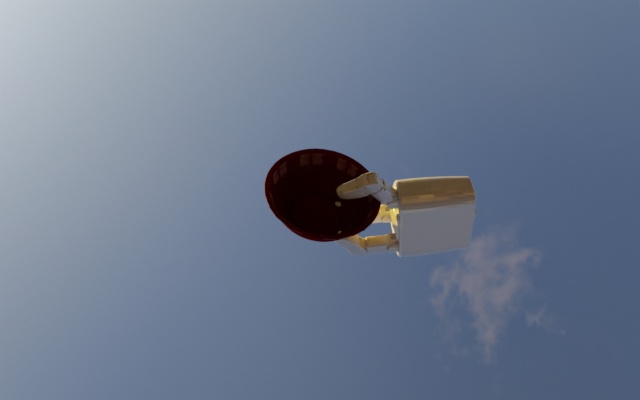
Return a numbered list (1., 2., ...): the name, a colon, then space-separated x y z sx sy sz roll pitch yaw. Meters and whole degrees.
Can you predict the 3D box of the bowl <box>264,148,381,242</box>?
1. bowl: -0.001 0.002 0.672 0.162 0.162 0.055 0 -39 -12
